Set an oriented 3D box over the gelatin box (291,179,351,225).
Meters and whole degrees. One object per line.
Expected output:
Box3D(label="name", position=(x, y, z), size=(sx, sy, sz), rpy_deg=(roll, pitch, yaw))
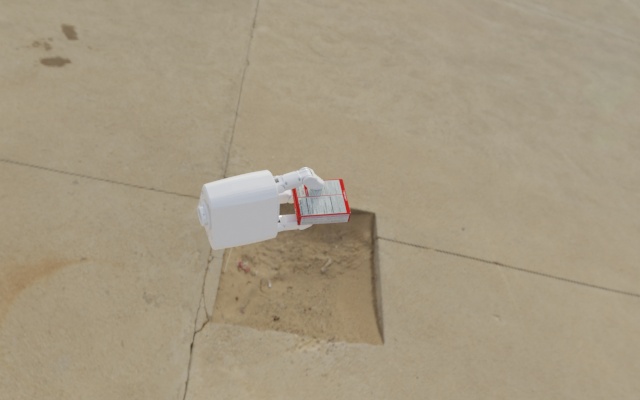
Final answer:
Box3D(label="gelatin box", position=(0.001, 0.002, 0.799), size=(0.089, 0.073, 0.030), rpy_deg=(-4, -35, -11))
